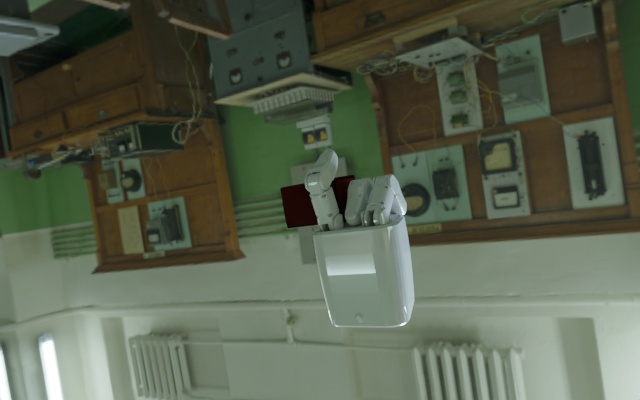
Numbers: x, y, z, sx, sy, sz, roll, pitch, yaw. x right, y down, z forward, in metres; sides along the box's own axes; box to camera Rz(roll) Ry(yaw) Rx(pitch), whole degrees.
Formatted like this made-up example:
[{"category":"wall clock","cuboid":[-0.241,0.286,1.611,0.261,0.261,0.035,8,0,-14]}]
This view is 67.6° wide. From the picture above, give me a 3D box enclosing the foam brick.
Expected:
[{"category":"foam brick","cuboid":[0.000,0.002,0.570,0.078,0.051,0.053,-9,2,33]}]
